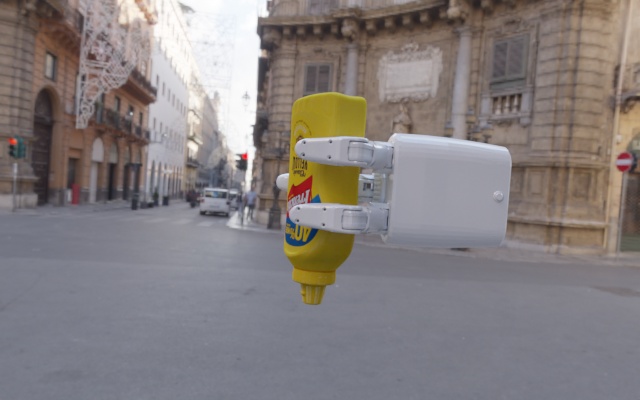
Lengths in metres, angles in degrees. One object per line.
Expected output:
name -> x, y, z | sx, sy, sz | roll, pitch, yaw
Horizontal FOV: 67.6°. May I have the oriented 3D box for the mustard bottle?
mustard bottle -> 0.000, 0.001, 0.449 | 0.058, 0.191, 0.096 | 3, 2, -28
